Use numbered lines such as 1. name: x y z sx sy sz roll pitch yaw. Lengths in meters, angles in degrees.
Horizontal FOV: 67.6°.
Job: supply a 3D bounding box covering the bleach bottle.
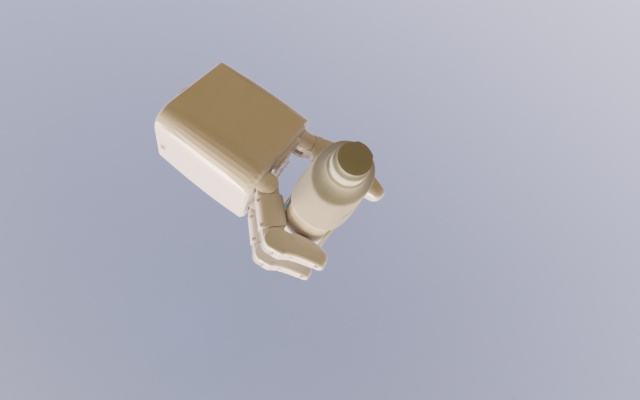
1. bleach bottle: 0.000 0.002 0.469 0.068 0.102 0.251 37 -23 0
